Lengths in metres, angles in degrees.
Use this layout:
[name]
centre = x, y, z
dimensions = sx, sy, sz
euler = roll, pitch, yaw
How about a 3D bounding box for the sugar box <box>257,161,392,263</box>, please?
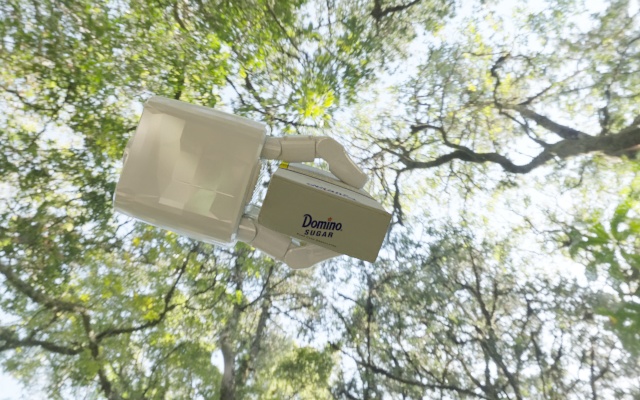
[sugar box]
centre = 0.000, 0.002, 0.423
dimensions = 0.093, 0.048, 0.176
euler = 19, 10, -4
